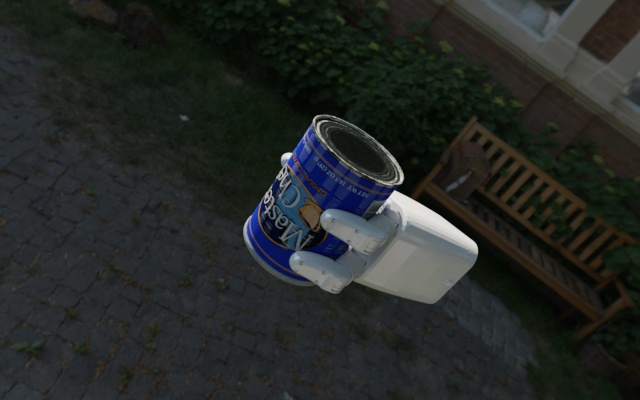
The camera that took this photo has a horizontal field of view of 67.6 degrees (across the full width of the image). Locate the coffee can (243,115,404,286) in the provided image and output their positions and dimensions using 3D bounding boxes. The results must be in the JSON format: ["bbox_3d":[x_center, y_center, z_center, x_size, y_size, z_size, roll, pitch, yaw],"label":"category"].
[{"bbox_3d":[0.000,0.002,0.478,0.103,0.140,0.102,28,28,-16],"label":"coffee can"}]
